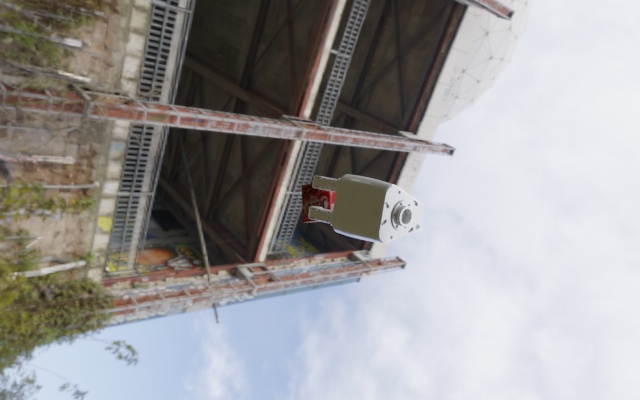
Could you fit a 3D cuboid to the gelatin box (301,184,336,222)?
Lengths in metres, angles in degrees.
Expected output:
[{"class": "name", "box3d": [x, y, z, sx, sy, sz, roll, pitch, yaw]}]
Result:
[{"class": "gelatin box", "box3d": [0.000, 0.003, 0.900, 0.030, 0.073, 0.089, 1, -5, -37]}]
